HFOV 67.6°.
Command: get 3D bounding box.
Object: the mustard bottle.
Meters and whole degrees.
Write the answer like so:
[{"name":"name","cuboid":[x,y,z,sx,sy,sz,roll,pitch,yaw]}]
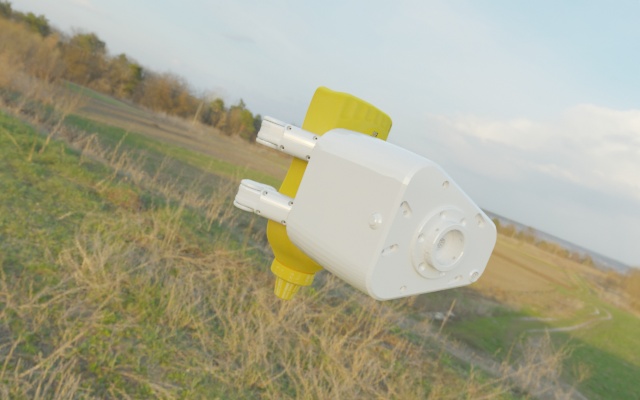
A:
[{"name":"mustard bottle","cuboid":[0.000,0.001,0.436,0.058,0.191,0.096,24,7,31]}]
